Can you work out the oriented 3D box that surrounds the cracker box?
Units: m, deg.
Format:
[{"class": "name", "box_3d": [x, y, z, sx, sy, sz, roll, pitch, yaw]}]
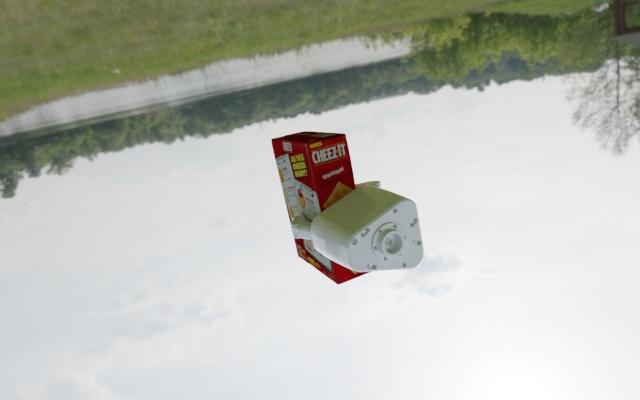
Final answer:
[{"class": "cracker box", "box_3d": [0.000, 0.003, 0.747, 0.072, 0.214, 0.164, -17, 15, -20]}]
